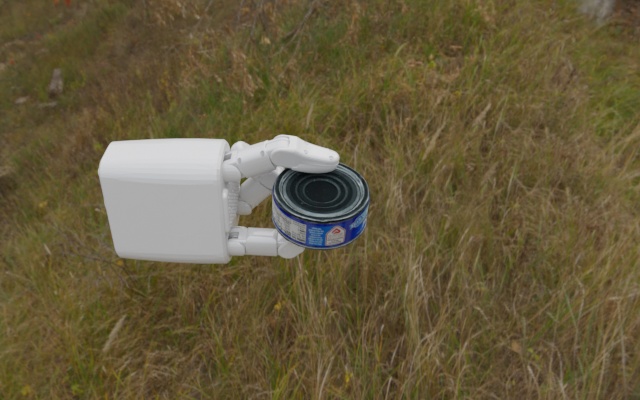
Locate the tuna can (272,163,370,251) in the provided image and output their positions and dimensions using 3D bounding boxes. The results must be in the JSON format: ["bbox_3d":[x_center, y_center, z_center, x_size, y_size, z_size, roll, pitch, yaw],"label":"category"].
[{"bbox_3d":[0.000,0.001,0.419,0.086,0.034,0.086,3,41,-2],"label":"tuna can"}]
